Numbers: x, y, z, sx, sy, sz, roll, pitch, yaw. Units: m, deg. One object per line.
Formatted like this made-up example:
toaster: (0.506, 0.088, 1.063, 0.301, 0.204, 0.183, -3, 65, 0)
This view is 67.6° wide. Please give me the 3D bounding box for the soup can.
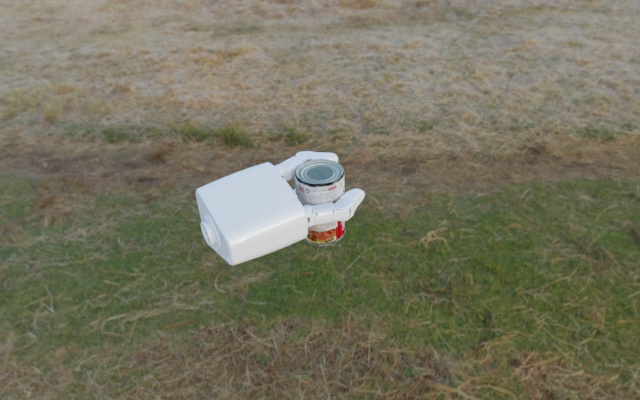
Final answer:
soup can: (0.001, 0.002, 0.663, 0.068, 0.102, 0.068, -2, 35, 1)
